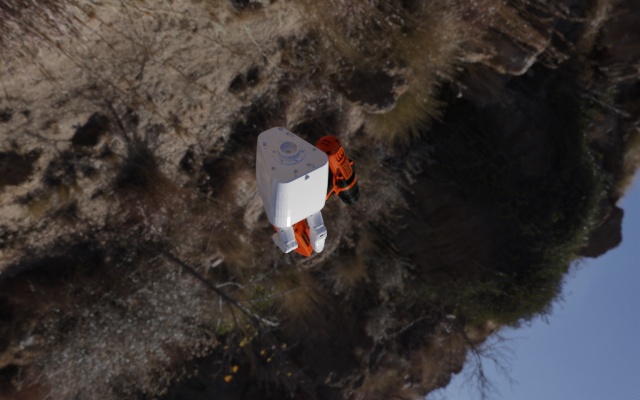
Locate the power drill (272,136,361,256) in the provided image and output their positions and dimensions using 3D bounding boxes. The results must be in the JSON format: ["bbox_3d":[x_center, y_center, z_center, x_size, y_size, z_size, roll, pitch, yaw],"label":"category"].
[{"bbox_3d":[0.000,0.003,0.858,0.057,0.187,0.184,20,-24,32],"label":"power drill"}]
